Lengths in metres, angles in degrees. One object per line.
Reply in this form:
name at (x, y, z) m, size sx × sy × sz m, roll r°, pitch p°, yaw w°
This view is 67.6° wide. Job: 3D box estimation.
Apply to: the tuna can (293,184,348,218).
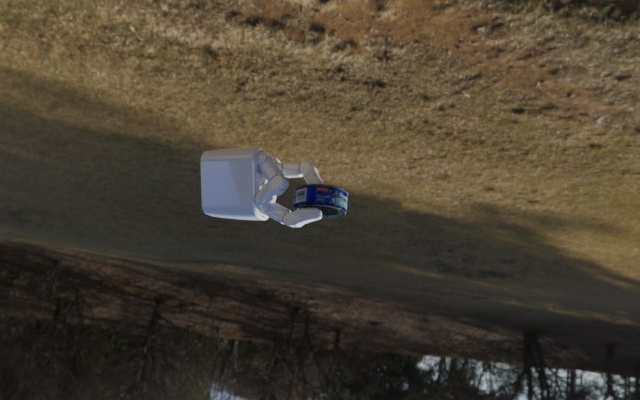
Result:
tuna can at (0.000, 0.003, 0.753) m, size 0.086 × 0.033 × 0.086 m, roll 4°, pitch -16°, yaw 1°
